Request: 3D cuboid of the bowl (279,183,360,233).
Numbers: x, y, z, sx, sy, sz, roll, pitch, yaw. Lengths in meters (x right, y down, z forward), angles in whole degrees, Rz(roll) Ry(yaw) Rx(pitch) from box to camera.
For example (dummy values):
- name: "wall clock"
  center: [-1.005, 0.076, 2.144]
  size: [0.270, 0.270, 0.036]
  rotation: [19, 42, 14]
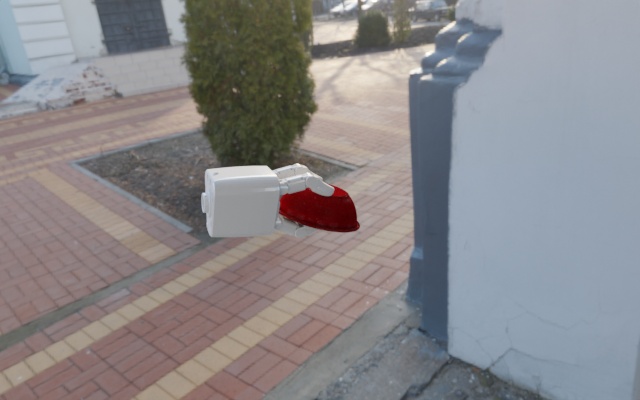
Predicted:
- name: "bowl"
  center: [0.001, 0.002, 0.862]
  size: [0.162, 0.055, 0.162]
  rotation: [14, 13, -3]
